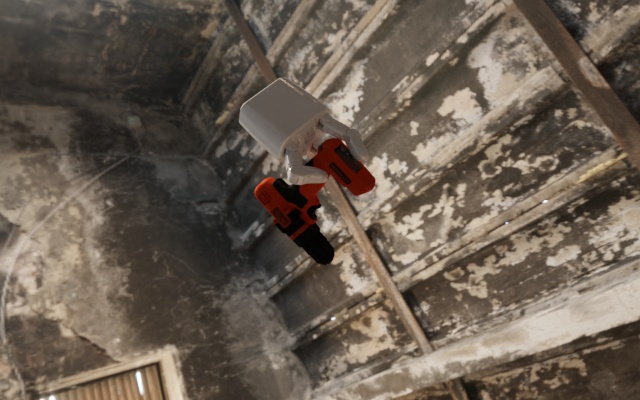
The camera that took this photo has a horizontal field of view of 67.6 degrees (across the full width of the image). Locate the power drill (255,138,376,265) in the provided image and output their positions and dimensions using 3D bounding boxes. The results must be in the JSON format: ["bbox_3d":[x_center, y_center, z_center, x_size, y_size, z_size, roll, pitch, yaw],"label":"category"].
[{"bbox_3d":[0.000,0.002,0.791,0.188,0.184,0.057,-40,4,32],"label":"power drill"}]
